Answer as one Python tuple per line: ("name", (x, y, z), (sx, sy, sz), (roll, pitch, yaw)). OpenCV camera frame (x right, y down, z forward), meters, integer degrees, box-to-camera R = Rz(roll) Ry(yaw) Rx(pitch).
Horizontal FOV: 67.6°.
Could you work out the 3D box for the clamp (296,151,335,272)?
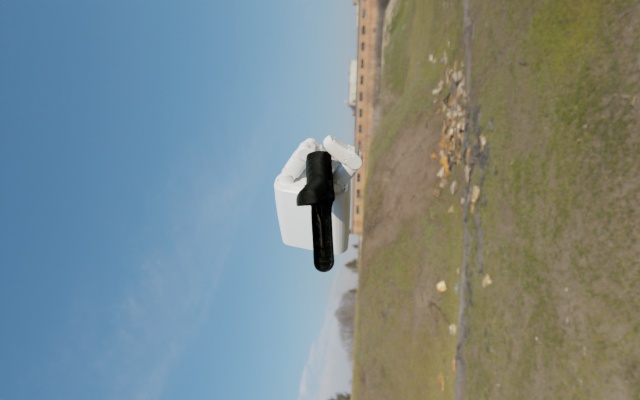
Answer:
("clamp", (-0.001, 0.002, 0.599), (0.039, 0.120, 0.171), (0, 32, 8))
